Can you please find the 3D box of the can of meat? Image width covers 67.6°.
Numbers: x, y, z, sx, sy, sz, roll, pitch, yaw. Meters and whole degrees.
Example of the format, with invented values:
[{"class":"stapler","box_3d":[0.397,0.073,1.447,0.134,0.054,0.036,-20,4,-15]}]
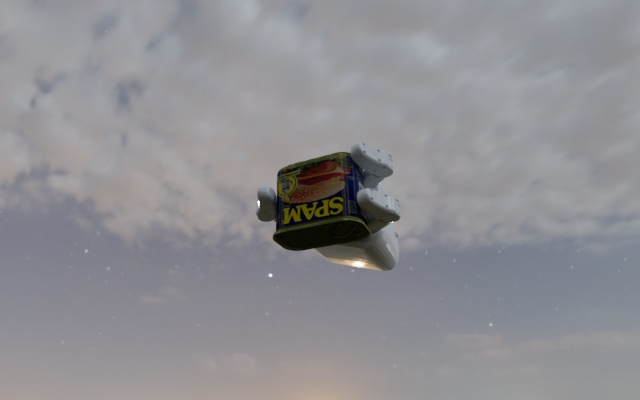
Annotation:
[{"class":"can of meat","box_3d":[0.000,0.001,0.525,0.102,0.084,0.057,-12,-29,20]}]
